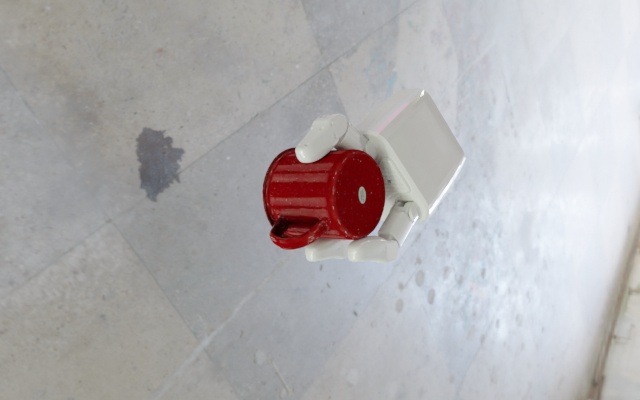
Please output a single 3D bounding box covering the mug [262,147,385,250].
[{"bbox_3d":[-0.001,0.002,0.441,0.081,0.093,0.117,1,38,43],"label":"mug"}]
